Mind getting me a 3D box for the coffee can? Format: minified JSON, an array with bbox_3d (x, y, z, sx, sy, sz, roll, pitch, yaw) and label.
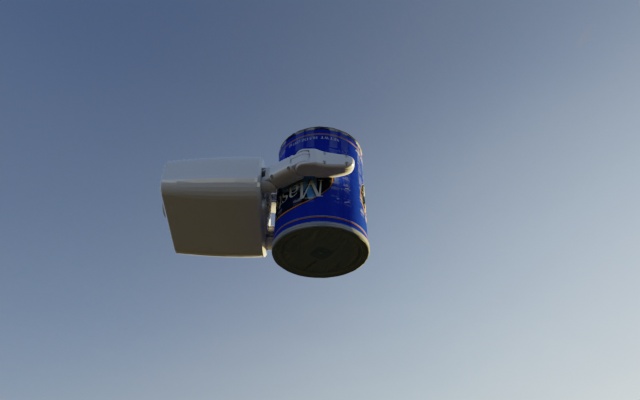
[{"bbox_3d":[0.000,0.002,0.541,0.103,0.140,0.103,0,-38,0],"label":"coffee can"}]
